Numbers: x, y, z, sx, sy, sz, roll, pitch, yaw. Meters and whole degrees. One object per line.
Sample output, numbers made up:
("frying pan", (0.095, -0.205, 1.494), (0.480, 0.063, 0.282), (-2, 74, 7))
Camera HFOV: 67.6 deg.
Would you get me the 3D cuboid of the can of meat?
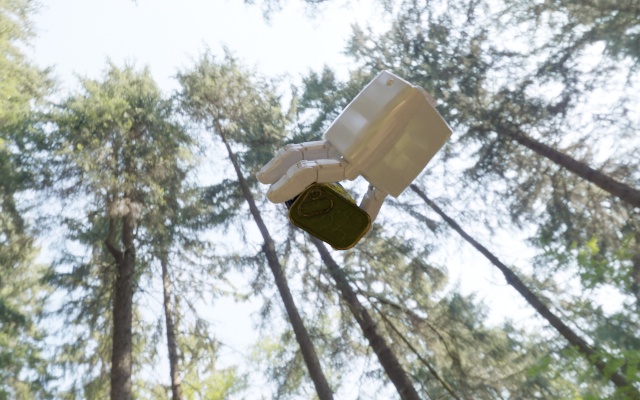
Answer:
("can of meat", (0.000, 0.002, 0.573), (0.102, 0.057, 0.084), (32, 14, -31))
